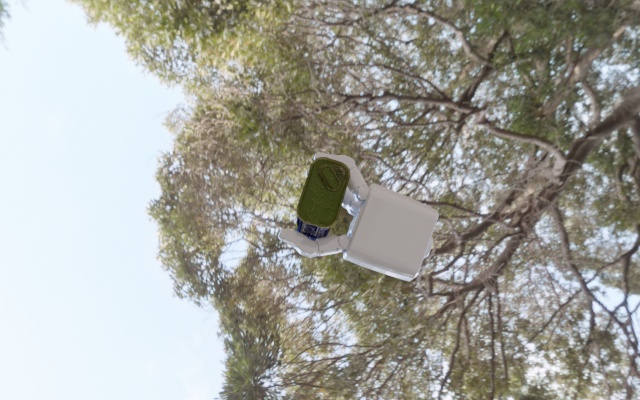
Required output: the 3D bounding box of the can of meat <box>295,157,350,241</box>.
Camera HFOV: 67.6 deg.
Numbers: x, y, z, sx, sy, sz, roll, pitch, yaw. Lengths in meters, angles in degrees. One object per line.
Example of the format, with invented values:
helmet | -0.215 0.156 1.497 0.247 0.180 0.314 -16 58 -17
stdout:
can of meat | 0.000 0.002 0.687 0.057 0.102 0.084 17 -22 0
